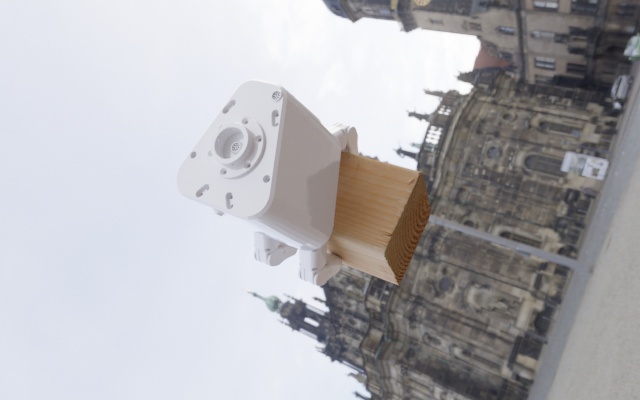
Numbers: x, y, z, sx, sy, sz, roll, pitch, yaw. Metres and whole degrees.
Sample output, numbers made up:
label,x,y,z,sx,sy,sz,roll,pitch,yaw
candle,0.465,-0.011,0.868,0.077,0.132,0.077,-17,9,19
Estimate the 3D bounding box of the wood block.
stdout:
label,x,y,z,sx,sy,sz,roll,pitch,yaw
wood block,0.000,0.001,0.507,0.206,0.090,0.090,18,-20,27
